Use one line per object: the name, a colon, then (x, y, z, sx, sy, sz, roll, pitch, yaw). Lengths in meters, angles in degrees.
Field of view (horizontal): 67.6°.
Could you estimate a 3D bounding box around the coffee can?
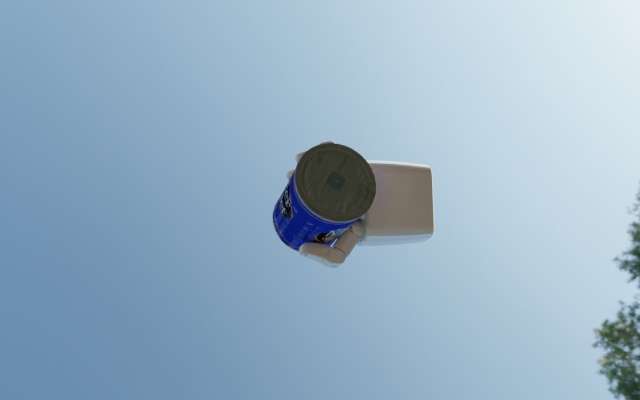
coffee can: (0.000, 0.002, 0.629, 0.103, 0.102, 0.140, 0, -21, -18)
